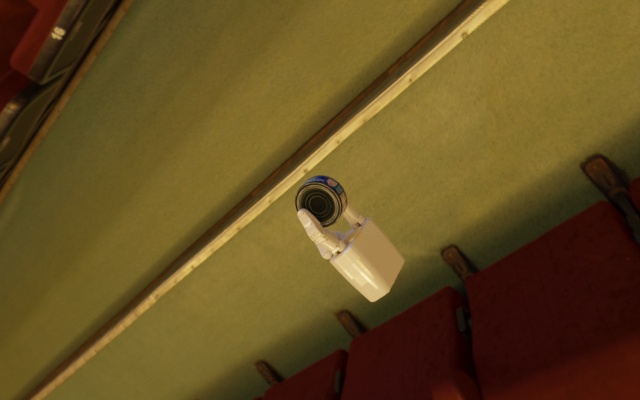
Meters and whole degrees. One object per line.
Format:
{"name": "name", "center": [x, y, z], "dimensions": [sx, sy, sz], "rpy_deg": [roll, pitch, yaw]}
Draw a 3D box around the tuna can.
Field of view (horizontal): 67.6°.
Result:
{"name": "tuna can", "center": [0.000, 0.003, 0.809], "dimensions": [0.086, 0.086, 0.033], "rpy_deg": [0, 22, 21]}
